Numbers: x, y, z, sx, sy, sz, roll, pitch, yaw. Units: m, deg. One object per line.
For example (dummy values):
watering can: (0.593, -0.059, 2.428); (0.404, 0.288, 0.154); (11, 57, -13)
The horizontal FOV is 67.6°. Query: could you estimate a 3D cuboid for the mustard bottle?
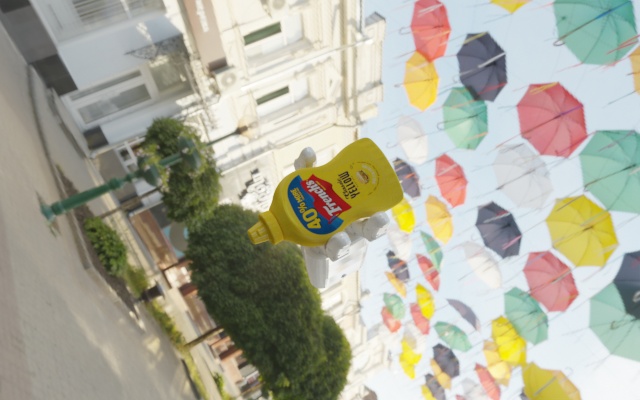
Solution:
mustard bottle: (0.000, 0.002, 0.582); (0.191, 0.096, 0.058); (-27, -6, -17)
